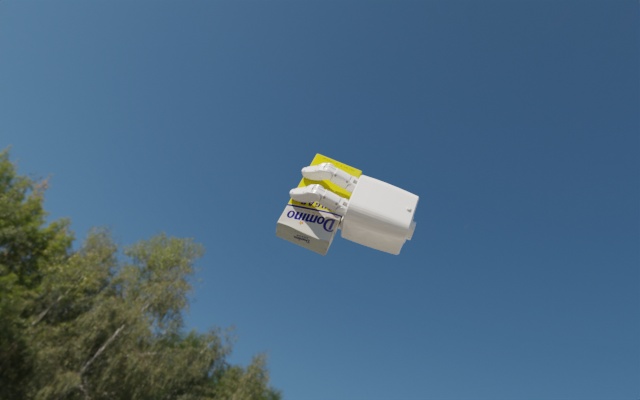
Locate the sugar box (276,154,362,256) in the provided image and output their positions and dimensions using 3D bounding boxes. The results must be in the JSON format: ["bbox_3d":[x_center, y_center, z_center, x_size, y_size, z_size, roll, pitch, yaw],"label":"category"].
[{"bbox_3d":[0.000,0.002,0.830,0.093,0.176,0.048,21,-41,6],"label":"sugar box"}]
